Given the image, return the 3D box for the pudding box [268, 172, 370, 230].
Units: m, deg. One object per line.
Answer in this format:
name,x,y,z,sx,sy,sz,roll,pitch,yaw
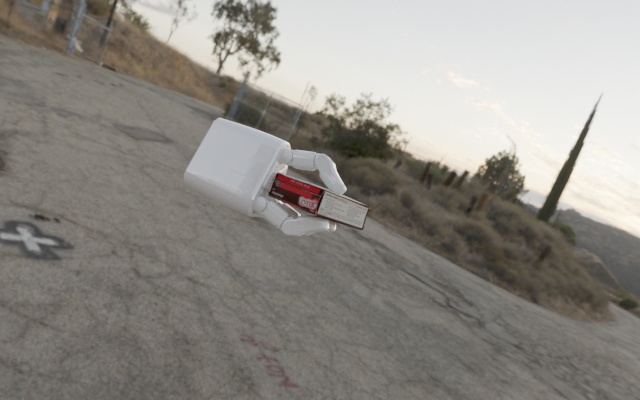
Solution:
pudding box,0.000,0.002,0.645,0.090,0.039,0.113,22,3,39
